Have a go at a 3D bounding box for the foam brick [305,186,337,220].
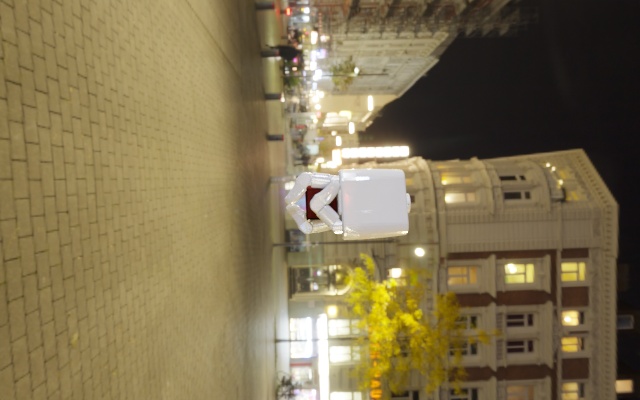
[{"bbox_3d":[0.000,0.003,0.815,0.051,0.053,0.078,-3,7,-2],"label":"foam brick"}]
